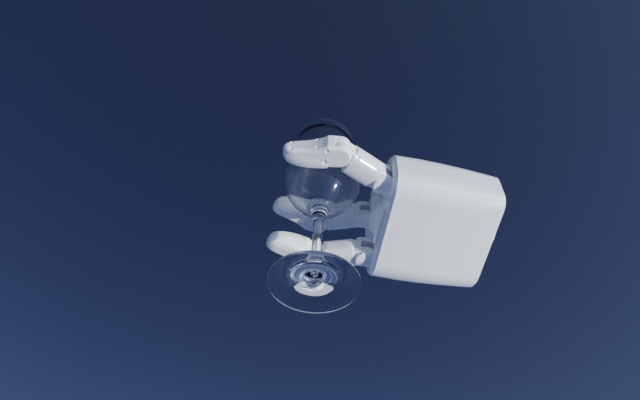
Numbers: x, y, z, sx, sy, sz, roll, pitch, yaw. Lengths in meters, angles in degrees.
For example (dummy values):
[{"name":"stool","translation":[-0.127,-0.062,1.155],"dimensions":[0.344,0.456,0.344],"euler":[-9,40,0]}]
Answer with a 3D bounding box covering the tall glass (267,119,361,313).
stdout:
[{"name":"tall glass","translation":[0.000,0.002,0.448],"dimensions":[0.079,0.079,0.200],"euler":[0,40,3]}]
